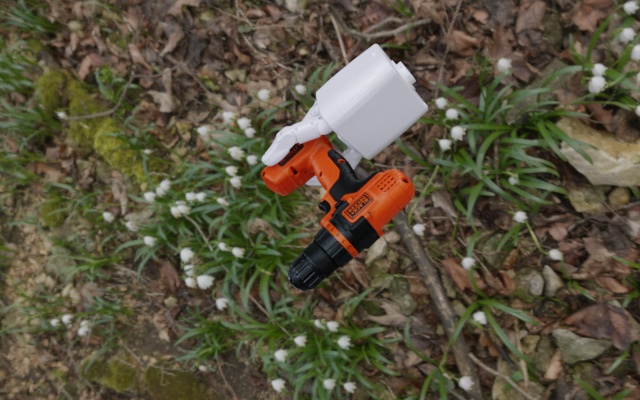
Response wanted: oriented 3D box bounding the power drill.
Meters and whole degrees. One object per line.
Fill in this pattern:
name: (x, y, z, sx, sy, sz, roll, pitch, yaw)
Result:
power drill: (0.000, 0.002, 0.606, 0.187, 0.184, 0.057, 45, -5, 41)
